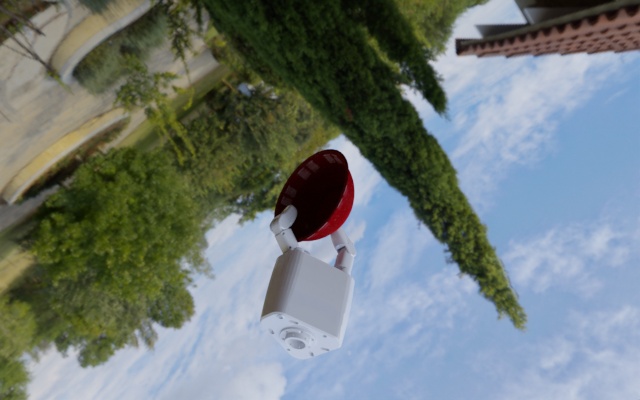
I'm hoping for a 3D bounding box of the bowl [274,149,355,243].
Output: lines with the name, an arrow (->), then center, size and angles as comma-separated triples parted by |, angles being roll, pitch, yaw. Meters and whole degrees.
bowl -> 0.001, 0.001, 0.743 | 0.055, 0.162, 0.162 | 32, -20, -34
